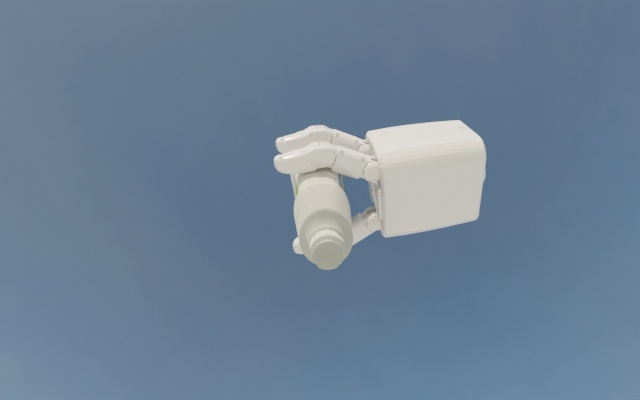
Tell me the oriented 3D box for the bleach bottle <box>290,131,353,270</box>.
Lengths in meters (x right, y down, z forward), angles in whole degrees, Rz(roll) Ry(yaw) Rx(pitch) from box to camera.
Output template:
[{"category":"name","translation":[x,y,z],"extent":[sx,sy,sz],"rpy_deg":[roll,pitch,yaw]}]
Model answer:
[{"category":"bleach bottle","translation":[0.000,0.002,0.521],"extent":[0.068,0.103,0.250],"rpy_deg":[-9,25,0]}]
